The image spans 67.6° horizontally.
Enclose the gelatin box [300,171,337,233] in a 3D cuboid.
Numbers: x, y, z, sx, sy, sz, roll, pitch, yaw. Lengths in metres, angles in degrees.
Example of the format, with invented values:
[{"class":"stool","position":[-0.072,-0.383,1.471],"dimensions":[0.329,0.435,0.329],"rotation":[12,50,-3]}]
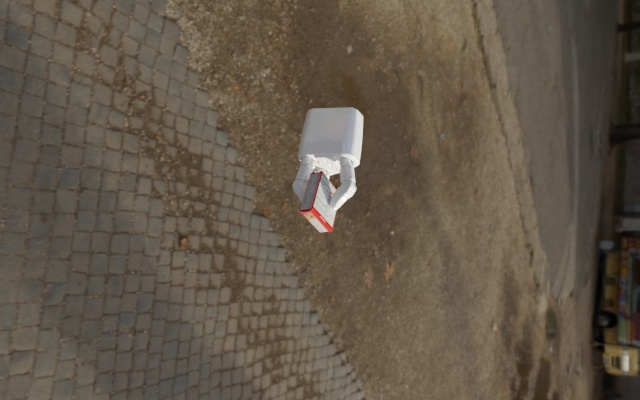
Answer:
[{"class":"gelatin box","position":[0.000,0.003,0.874],"dimensions":[0.030,0.089,0.073],"rotation":[-9,-40,30]}]
